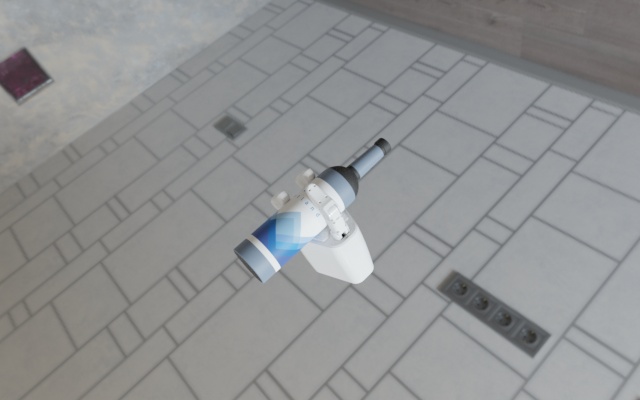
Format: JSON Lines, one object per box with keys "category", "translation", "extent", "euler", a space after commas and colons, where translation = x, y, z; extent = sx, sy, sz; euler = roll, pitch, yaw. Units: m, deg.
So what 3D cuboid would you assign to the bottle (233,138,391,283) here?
{"category": "bottle", "translation": [0.000, 0.003, 0.736], "extent": [0.295, 0.069, 0.069], "euler": [-42, 14, -16]}
